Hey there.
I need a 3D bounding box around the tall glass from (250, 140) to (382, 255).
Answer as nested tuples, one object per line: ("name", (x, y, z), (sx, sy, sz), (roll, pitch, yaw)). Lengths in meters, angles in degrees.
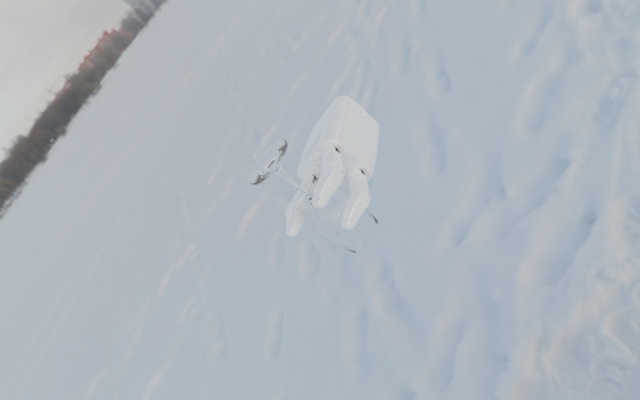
("tall glass", (0.000, 0.002, 0.681), (0.201, 0.079, 0.079), (38, -20, -27))
